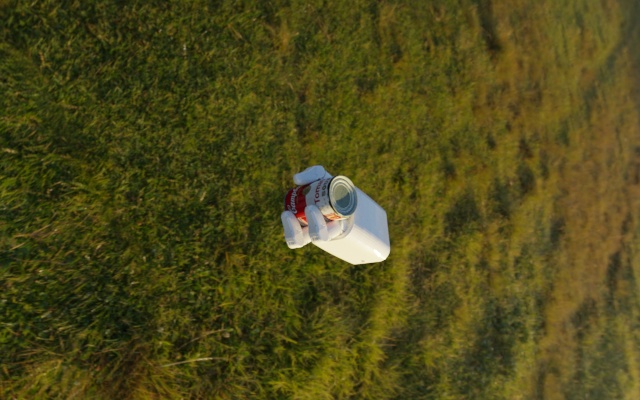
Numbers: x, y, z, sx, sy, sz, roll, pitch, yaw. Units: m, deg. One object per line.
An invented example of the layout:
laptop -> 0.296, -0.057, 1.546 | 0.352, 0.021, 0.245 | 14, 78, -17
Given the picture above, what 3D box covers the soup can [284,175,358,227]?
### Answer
soup can -> 0.000, 0.002, 0.755 | 0.102, 0.068, 0.068 | -14, -10, 44
